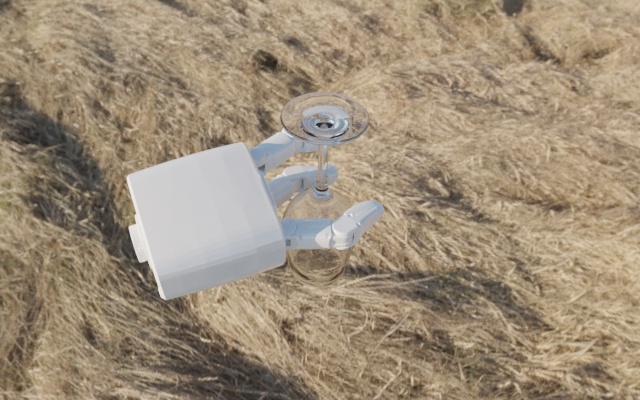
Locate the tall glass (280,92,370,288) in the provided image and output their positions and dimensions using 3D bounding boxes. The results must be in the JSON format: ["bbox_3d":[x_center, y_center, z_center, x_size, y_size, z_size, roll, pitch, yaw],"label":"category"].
[{"bbox_3d":[0.000,0.001,0.463,0.079,0.201,0.079,1,45,-1],"label":"tall glass"}]
